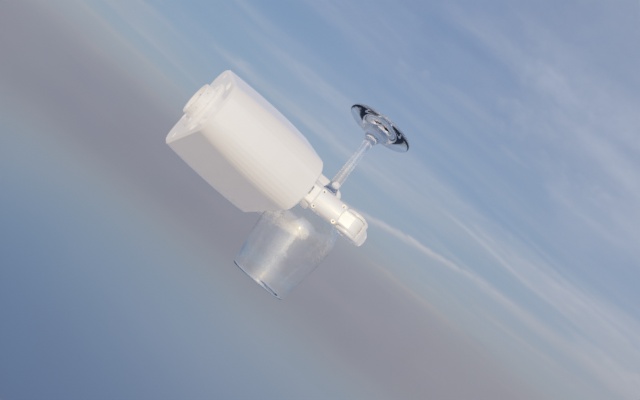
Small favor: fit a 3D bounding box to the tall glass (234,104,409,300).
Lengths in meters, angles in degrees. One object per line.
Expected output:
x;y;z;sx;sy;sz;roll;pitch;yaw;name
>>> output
0.001;0.001;0.482;0.079;0.201;0.079;38;-8;6;tall glass
